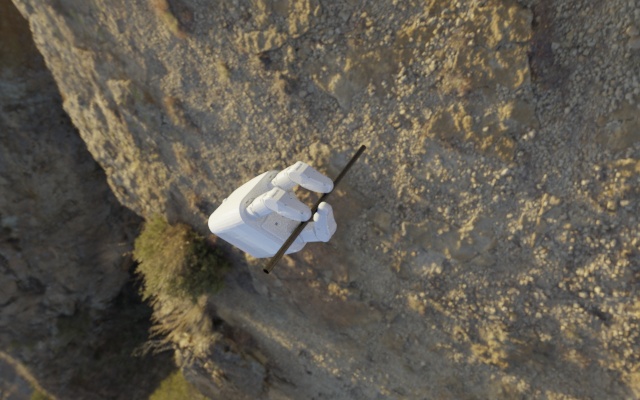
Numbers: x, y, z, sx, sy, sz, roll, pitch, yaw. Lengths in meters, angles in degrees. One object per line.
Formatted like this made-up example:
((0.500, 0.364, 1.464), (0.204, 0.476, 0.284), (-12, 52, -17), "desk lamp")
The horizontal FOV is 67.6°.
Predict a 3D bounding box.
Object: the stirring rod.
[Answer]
((0.000, 0.002, 0.600), (0.011, 0.011, 0.239), (0, 40, 41), "stirring rod")
